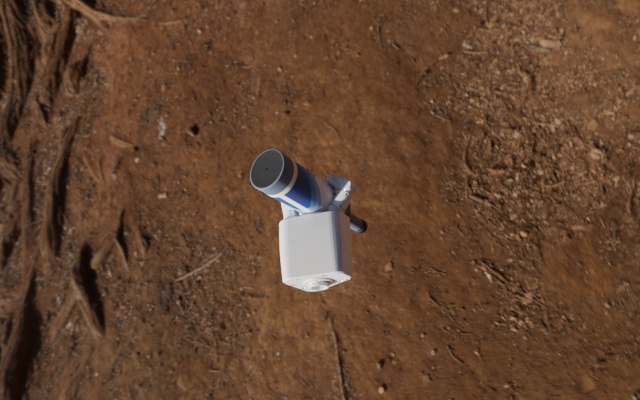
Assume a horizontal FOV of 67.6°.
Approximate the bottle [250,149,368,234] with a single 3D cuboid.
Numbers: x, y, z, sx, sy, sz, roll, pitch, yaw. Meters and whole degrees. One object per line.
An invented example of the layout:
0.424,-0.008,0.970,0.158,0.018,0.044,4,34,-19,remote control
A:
0.000,0.003,0.827,0.069,0.069,0.296,0,-20,36,bottle
